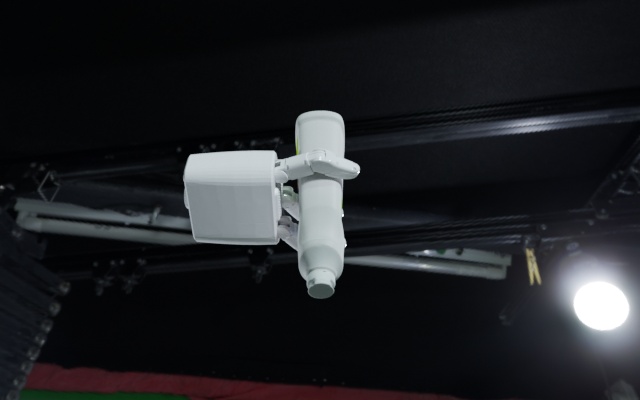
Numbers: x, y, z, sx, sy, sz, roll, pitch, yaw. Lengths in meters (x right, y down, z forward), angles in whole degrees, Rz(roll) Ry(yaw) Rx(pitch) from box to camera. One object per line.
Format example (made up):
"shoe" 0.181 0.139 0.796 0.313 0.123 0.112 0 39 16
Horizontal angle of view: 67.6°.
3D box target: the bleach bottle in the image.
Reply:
"bleach bottle" 0.000 0.002 0.591 0.068 0.250 0.103 -1 -45 1
